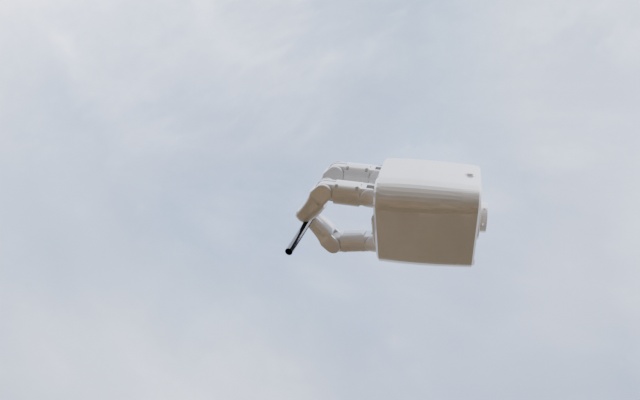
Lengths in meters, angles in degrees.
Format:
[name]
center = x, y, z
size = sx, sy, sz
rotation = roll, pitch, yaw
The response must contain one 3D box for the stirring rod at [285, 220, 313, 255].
[stirring rod]
center = 0.000, 0.002, 0.586
size = 0.011, 0.011, 0.239
rotation = 0, 25, 17
